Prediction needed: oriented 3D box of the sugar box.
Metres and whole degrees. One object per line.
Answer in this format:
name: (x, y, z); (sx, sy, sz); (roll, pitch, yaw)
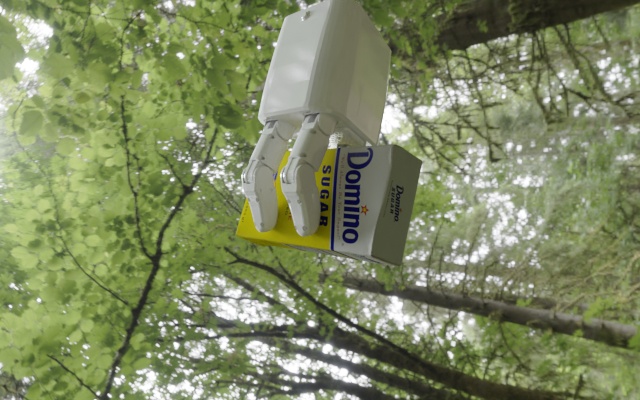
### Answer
sugar box: (0.000, 0.001, 0.434); (0.048, 0.093, 0.176); (23, -15, -40)
